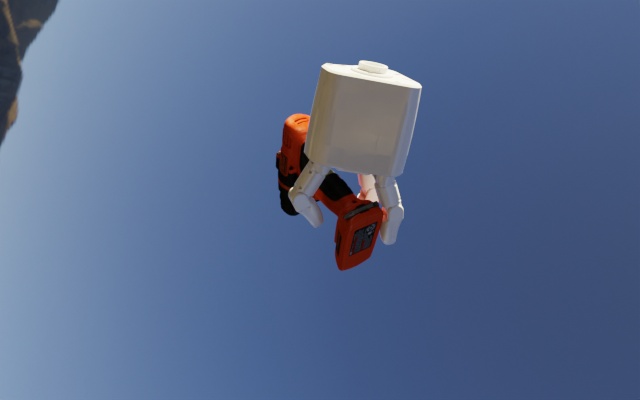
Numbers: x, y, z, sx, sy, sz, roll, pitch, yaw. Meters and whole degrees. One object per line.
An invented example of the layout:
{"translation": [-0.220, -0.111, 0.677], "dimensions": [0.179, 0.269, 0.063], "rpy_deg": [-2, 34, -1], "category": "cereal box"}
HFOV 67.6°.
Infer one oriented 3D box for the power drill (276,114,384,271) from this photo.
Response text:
{"translation": [0.000, 0.002, 0.650], "dimensions": [0.057, 0.187, 0.185], "rpy_deg": [-24, -34, -24], "category": "power drill"}
